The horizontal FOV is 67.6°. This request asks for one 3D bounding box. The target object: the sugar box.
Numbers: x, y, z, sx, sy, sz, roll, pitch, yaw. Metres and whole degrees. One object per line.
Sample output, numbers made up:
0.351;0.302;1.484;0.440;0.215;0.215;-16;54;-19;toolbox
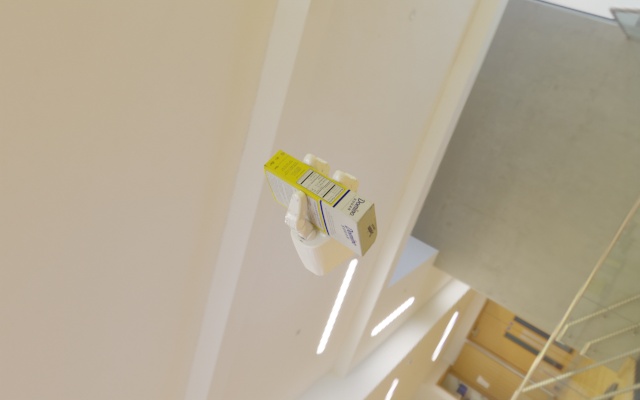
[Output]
0.000;0.002;0.693;0.176;0.048;0.093;29;-25;26;sugar box
